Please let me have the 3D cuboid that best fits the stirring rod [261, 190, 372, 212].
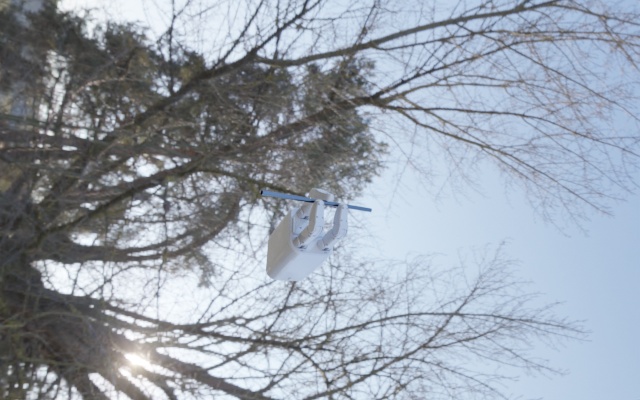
[{"bbox_3d":[0.000,0.003,0.859,0.239,0.011,0.011,9,-5,-35],"label":"stirring rod"}]
